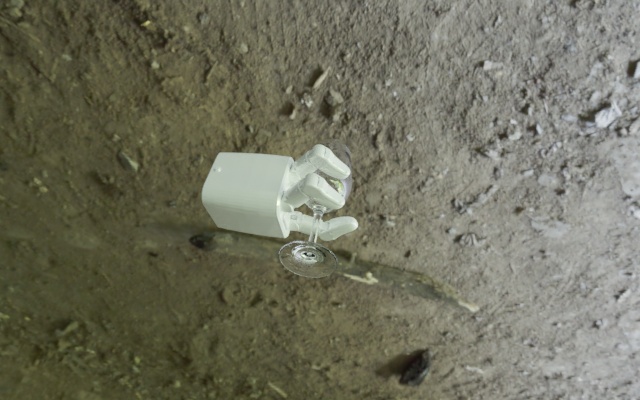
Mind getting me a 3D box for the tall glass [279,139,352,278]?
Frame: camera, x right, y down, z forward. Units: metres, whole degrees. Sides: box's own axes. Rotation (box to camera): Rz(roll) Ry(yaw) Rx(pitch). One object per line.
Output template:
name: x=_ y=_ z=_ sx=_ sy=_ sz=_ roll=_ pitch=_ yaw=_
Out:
tall glass: x=0.000 y=0.003 z=0.658 sx=0.079 sy=0.200 sz=0.079 roll=7 pitch=-42 yaw=6
